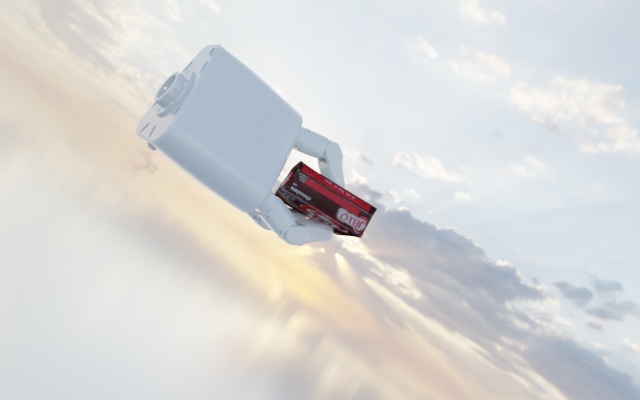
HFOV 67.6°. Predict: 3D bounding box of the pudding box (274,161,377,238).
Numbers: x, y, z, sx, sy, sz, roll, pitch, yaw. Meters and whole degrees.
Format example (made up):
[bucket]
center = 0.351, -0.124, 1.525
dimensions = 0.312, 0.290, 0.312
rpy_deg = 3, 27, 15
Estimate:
[pudding box]
center = 0.000, 0.001, 0.502
dimensions = 0.090, 0.039, 0.113
rpy_deg = 33, -6, -7
